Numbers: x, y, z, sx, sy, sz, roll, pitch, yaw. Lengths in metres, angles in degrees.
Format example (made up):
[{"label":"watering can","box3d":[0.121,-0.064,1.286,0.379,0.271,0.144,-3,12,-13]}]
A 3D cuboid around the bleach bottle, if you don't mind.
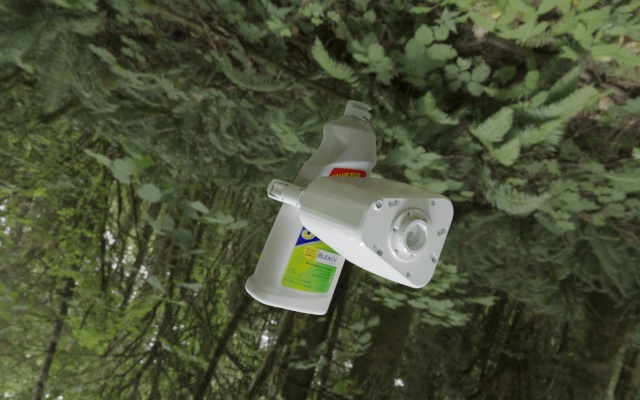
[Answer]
[{"label":"bleach bottle","box3d":[0.000,0.002,0.564,0.102,0.251,0.068,19,0,-31]}]
